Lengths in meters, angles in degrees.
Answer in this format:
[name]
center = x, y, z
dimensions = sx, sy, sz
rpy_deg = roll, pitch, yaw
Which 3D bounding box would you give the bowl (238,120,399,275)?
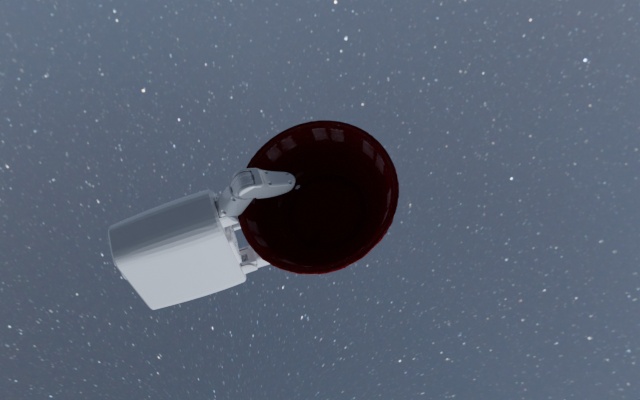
[bowl]
center = 0.001, 0.002, 0.485
dimensions = 0.162, 0.162, 0.055
rpy_deg = 0, -21, 14
